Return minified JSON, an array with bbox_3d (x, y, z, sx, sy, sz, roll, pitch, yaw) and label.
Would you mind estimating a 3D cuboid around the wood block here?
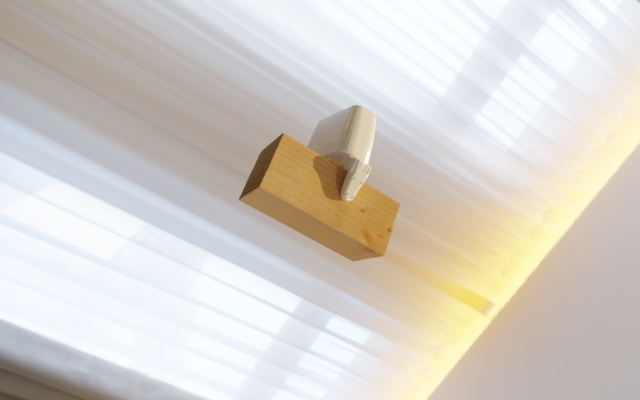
[{"bbox_3d":[0.000,0.002,0.696,0.206,0.090,0.091,29,-24,-19],"label":"wood block"}]
